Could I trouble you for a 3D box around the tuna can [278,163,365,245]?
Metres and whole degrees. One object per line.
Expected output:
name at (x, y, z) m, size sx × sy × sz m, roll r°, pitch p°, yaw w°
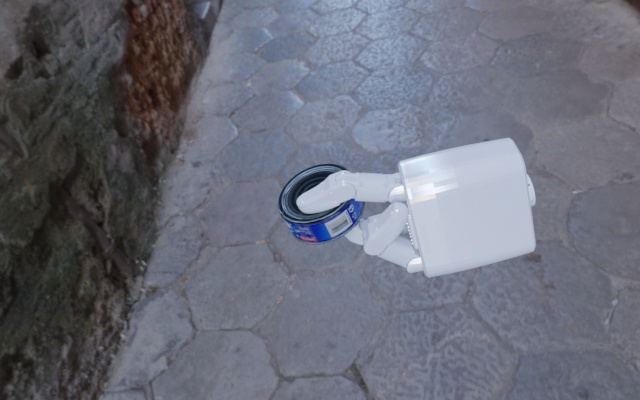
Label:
tuna can at (0.000, 0.001, 0.492) m, size 0.086 × 0.086 × 0.034 m, roll 0°, pitch -42°, yaw 27°
